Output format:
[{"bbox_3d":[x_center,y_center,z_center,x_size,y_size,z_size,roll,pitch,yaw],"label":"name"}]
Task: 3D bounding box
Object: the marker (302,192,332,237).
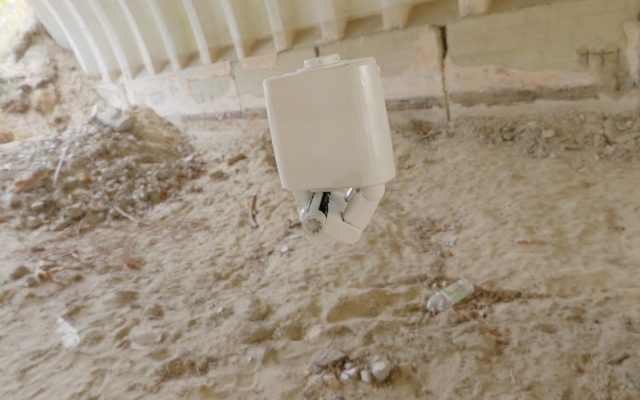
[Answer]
[{"bbox_3d":[0.000,0.002,0.441,0.020,0.020,0.121,0,19,6],"label":"marker"}]
